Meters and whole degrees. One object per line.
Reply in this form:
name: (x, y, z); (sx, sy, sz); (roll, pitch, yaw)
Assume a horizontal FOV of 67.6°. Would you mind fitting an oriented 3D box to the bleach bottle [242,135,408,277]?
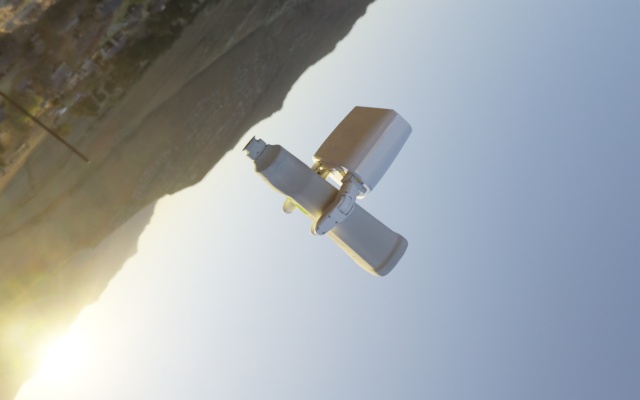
bleach bottle: (0.000, 0.002, 0.656); (0.251, 0.068, 0.102); (40, -9, -16)
